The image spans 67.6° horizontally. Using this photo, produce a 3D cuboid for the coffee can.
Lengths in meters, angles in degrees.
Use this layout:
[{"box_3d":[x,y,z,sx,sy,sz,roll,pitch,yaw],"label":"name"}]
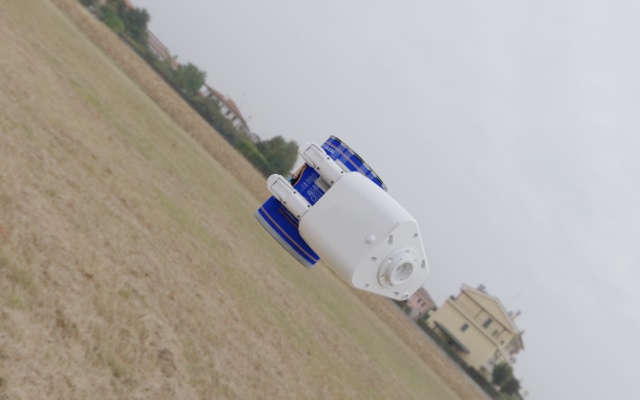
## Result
[{"box_3d":[0.000,0.002,0.610,0.103,0.140,0.103,44,-1,1],"label":"coffee can"}]
